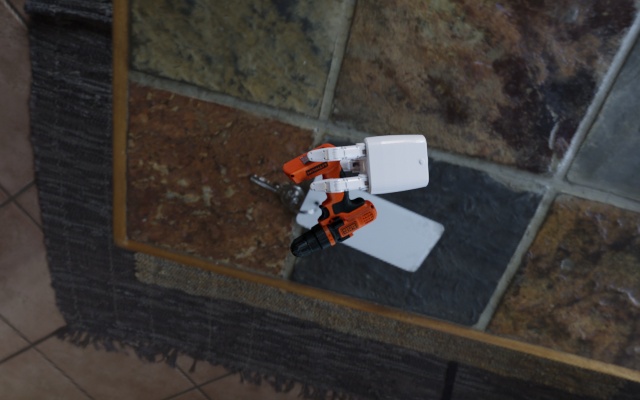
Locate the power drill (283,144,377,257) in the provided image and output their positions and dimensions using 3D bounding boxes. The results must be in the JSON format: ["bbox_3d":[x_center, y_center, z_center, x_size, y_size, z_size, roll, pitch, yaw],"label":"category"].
[{"bbox_3d":[0.000,0.002,0.894,0.184,0.188,0.057,-29,31,-7],"label":"power drill"}]
